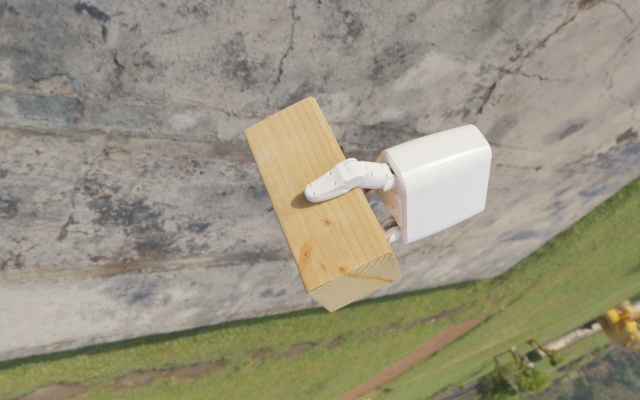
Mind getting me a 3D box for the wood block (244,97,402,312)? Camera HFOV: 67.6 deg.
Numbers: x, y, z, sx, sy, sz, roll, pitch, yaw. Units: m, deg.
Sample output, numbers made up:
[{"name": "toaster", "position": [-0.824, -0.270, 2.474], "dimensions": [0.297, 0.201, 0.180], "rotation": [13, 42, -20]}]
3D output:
[{"name": "wood block", "position": [0.000, 0.002, 0.523], "dimensions": [0.090, 0.206, 0.091], "rotation": [-26, -29, 3]}]
